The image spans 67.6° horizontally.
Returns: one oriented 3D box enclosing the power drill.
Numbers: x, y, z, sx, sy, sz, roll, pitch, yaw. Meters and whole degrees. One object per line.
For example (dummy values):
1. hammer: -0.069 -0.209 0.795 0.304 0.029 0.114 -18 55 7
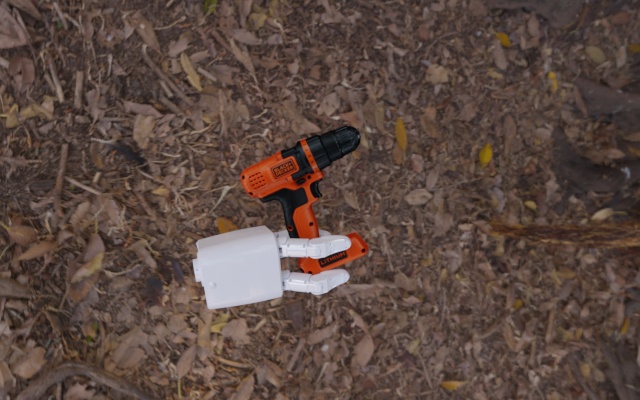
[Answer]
1. power drill: 0.000 0.003 0.698 0.184 0.187 0.057 -24 5 5
